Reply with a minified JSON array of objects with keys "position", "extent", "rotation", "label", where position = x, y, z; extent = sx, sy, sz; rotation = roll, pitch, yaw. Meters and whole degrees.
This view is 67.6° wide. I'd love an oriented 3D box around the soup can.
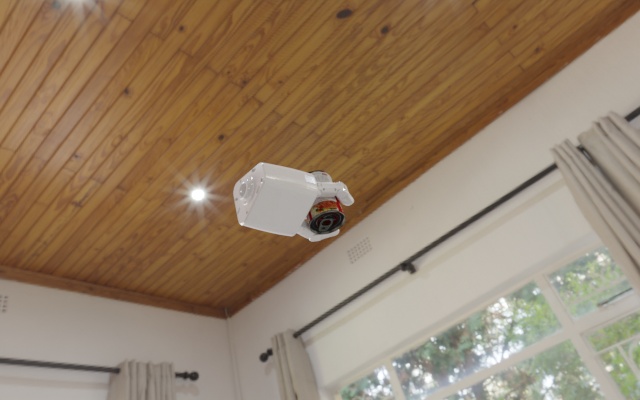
[{"position":[0.001,0.003,0.885],"extent":[0.068,0.102,0.069],"rotation":[-11,-38,-9],"label":"soup can"}]
